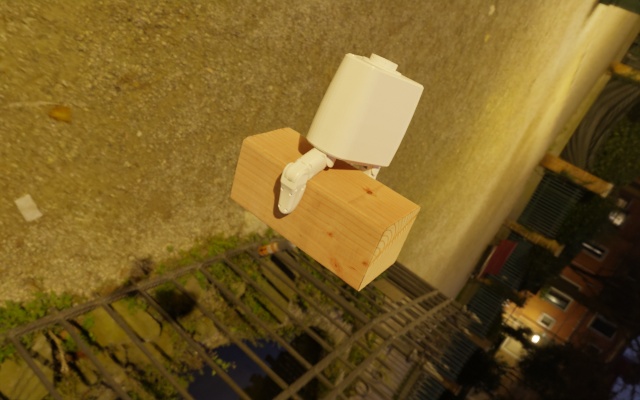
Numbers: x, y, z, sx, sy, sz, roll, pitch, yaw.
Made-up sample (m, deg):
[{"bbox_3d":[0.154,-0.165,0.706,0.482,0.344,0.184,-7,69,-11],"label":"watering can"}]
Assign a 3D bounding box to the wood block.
[{"bbox_3d":[0.000,0.002,0.580,0.206,0.090,0.091,34,33,23],"label":"wood block"}]
